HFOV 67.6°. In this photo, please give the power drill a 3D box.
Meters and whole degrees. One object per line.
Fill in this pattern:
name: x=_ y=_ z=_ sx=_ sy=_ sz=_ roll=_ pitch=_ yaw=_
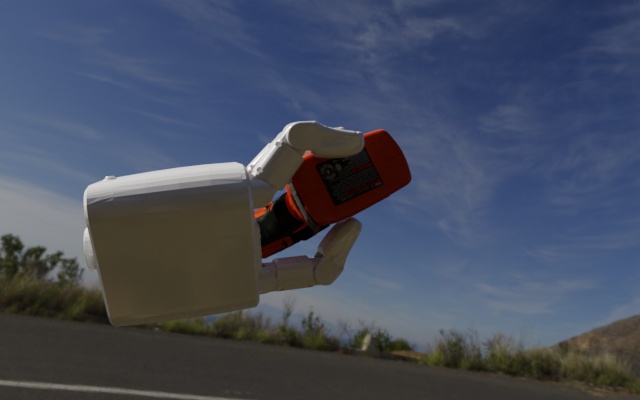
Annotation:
power drill: x=0.000 y=0.001 z=0.454 sx=0.184 sy=0.057 sz=0.188 roll=-26 pitch=-6 yaw=-33
